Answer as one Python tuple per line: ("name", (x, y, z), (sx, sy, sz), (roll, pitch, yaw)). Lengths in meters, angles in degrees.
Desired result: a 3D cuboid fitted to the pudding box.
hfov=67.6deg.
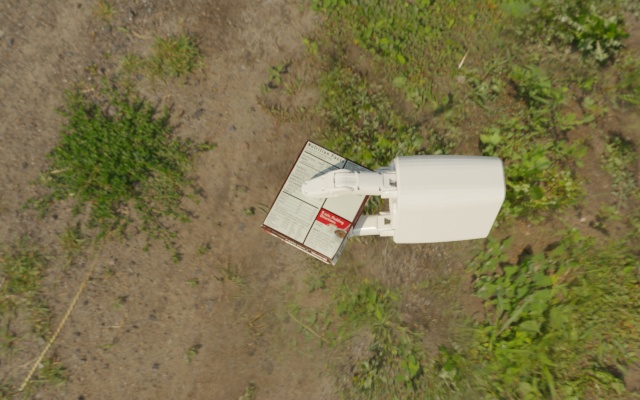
("pudding box", (0.000, 0.002, 0.526), (0.090, 0.113, 0.039), (26, -12, 9))
